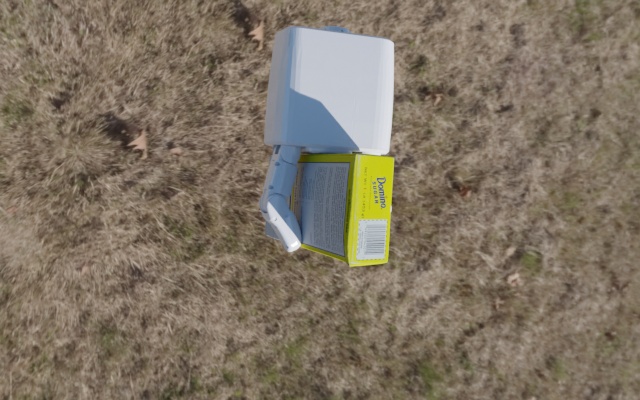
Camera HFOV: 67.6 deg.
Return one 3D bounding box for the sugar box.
[{"bbox_3d":[0.001,0.001,0.467,0.048,0.093,0.176,2,4,-27],"label":"sugar box"}]
